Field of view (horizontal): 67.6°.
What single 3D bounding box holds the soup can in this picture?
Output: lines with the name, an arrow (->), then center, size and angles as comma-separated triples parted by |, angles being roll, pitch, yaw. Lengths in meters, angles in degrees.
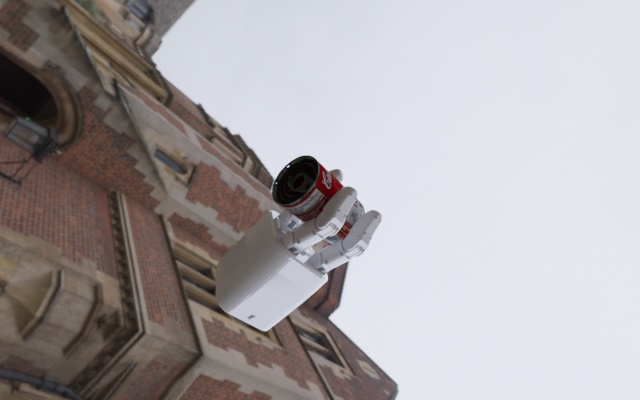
soup can -> 0.001, 0.002, 0.576 | 0.068, 0.068, 0.102 | 0, -31, 43
